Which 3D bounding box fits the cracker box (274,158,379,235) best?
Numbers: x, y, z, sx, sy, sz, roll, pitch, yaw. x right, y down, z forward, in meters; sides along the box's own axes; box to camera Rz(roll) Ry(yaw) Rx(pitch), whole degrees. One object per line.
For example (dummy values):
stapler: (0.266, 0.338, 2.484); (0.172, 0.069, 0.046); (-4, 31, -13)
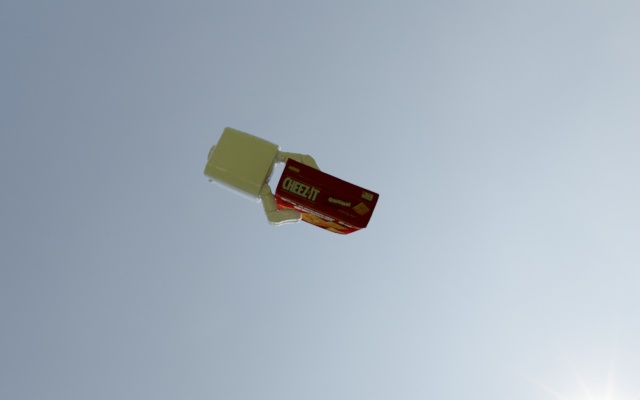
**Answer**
cracker box: (0.000, 0.003, 0.877); (0.164, 0.072, 0.214); (21, -9, -3)
